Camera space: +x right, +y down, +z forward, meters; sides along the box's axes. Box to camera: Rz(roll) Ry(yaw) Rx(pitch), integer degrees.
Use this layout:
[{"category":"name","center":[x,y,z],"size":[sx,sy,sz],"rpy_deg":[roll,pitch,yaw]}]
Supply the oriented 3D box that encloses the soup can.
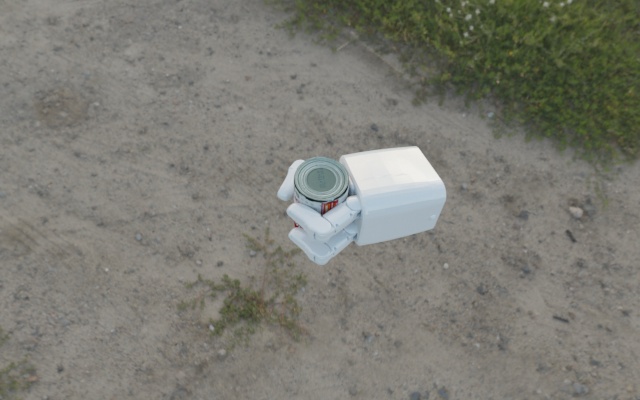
[{"category":"soup can","center":[0.000,0.002,0.601],"size":[0.068,0.068,0.102],"rpy_deg":[0,-34,-2]}]
